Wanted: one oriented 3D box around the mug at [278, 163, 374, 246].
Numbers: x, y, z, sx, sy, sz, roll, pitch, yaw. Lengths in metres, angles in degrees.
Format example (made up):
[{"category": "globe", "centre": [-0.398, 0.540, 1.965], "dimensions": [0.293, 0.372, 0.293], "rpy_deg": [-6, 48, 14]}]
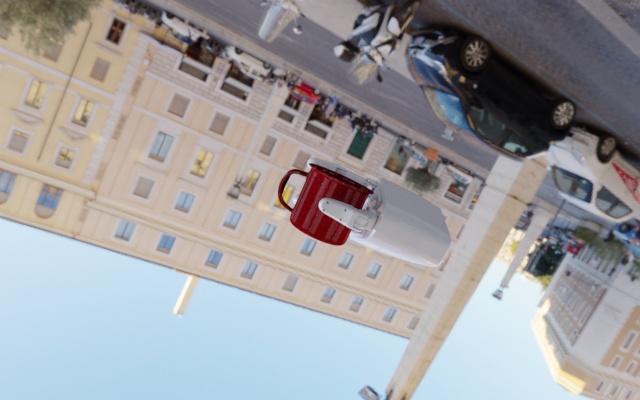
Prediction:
[{"category": "mug", "centre": [-0.001, 0.002, 0.622], "dimensions": [0.117, 0.081, 0.093], "rpy_deg": [23, 8, -9]}]
